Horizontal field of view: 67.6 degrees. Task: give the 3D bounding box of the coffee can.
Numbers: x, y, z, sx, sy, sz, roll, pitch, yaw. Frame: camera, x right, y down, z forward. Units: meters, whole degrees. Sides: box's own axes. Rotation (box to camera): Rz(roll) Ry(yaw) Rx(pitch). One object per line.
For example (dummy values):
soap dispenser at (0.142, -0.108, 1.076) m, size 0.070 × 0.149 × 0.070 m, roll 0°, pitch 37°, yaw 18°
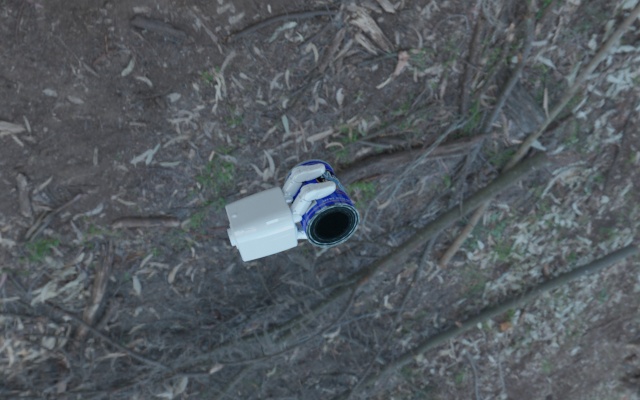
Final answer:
coffee can at (0.000, 0.003, 0.894) m, size 0.103 × 0.103 × 0.140 m, roll 0°, pitch 38°, yaw -25°
